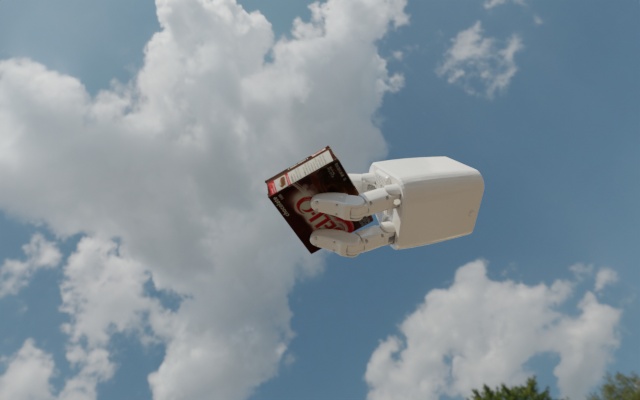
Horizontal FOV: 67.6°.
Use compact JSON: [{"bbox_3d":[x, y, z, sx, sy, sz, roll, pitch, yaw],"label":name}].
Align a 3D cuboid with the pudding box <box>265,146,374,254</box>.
[{"bbox_3d":[0.000,0.002,0.569,0.090,0.114,0.039,-29,37,5],"label":"pudding box"}]
